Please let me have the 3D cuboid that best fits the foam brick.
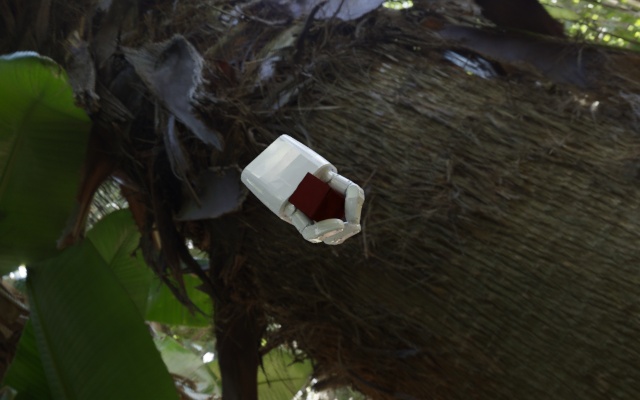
[{"bbox_3d":[0.000,0.002,0.698,0.051,0.053,0.078,37,1,31],"label":"foam brick"}]
